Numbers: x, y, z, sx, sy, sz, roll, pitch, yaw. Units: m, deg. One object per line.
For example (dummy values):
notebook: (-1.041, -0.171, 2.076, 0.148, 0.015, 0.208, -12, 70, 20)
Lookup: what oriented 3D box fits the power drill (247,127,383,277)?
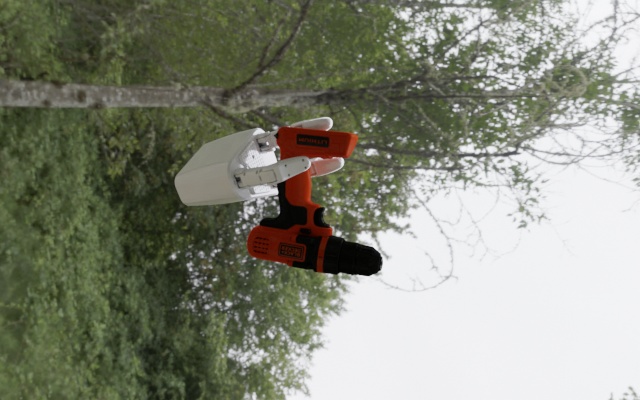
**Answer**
power drill: (0.000, 0.002, 0.629, 0.184, 0.187, 0.057, 8, 4, 10)
